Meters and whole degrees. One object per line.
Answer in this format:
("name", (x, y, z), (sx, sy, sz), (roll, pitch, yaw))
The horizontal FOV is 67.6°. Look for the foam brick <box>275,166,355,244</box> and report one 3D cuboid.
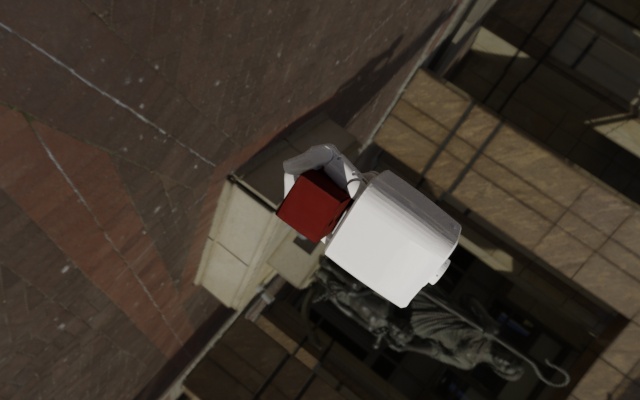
("foam brick", (0.000, 0.002, 0.497), (0.051, 0.053, 0.078), (37, 21, 10))
